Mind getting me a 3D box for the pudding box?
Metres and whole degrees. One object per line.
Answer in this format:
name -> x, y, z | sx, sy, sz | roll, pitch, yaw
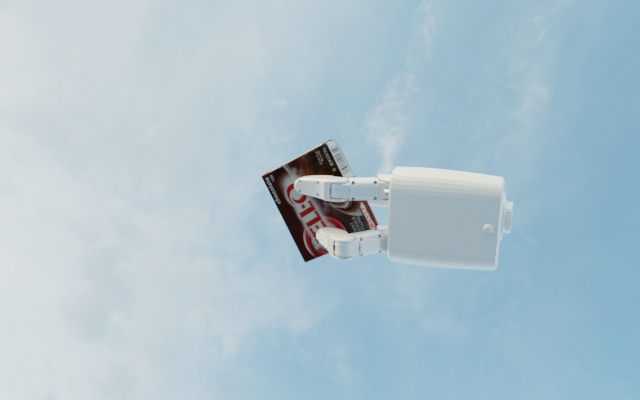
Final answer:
pudding box -> 0.000, 0.002, 0.530 | 0.090, 0.113, 0.039 | -25, 2, 26
